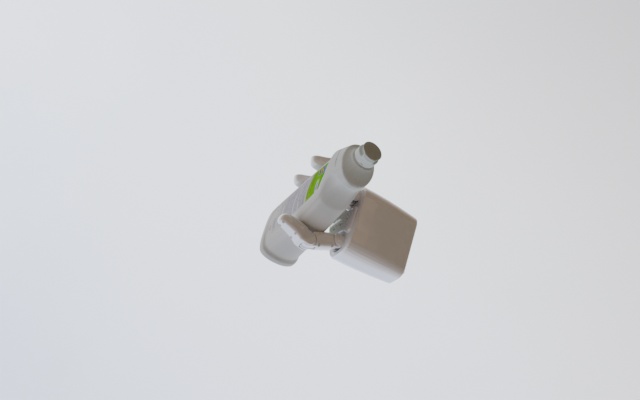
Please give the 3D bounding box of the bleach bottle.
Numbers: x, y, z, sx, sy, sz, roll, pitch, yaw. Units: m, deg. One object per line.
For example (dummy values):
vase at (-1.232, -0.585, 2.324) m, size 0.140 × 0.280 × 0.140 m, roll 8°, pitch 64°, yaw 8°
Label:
bleach bottle at (0.000, 0.002, 0.685) m, size 0.068 × 0.102 × 0.251 m, roll 28°, pitch -40°, yaw -18°
